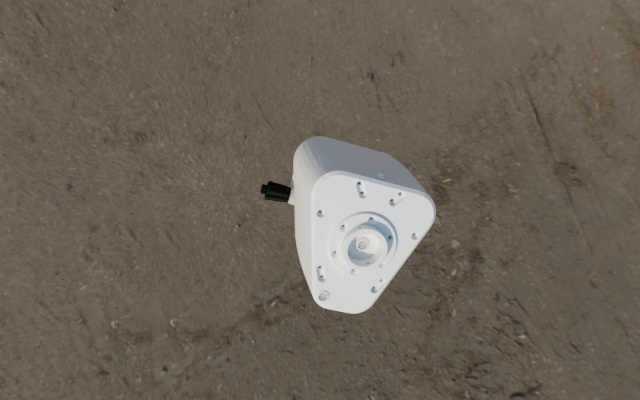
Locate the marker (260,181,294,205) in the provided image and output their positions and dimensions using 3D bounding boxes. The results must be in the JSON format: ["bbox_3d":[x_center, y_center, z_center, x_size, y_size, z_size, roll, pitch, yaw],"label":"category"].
[{"bbox_3d":[0.000,0.002,0.476,0.121,0.020,0.020,13,-3,-12],"label":"marker"}]
